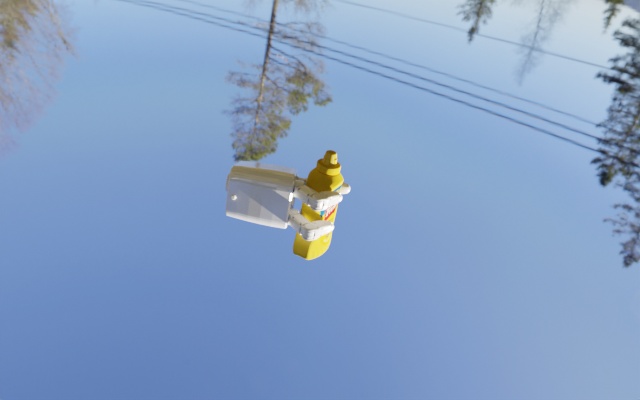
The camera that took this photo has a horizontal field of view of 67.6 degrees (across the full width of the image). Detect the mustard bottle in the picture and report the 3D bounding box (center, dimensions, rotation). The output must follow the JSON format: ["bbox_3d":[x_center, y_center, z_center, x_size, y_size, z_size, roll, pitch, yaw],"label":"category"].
[{"bbox_3d":[0.000,0.003,0.831,0.058,0.192,0.096,22,29,20],"label":"mustard bottle"}]
